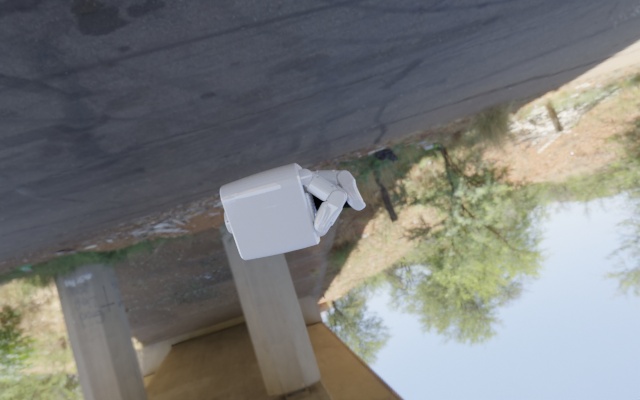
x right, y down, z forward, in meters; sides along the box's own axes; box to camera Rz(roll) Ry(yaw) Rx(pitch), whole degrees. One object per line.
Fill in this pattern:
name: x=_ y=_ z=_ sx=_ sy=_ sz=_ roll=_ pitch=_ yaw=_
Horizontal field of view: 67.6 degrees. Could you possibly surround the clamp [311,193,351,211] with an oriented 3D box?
clamp: x=0.000 y=0.003 z=0.741 sx=0.120 sy=0.039 sz=0.171 roll=-12 pitch=-5 yaw=4
